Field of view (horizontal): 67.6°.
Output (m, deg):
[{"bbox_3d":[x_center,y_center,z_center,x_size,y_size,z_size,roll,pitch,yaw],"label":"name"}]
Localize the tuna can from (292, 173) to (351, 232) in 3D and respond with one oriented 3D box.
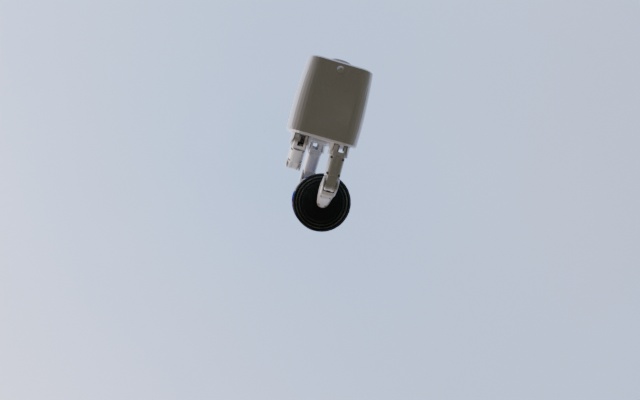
[{"bbox_3d":[0.000,0.002,0.709,0.086,0.086,0.034,0,3,-8],"label":"tuna can"}]
